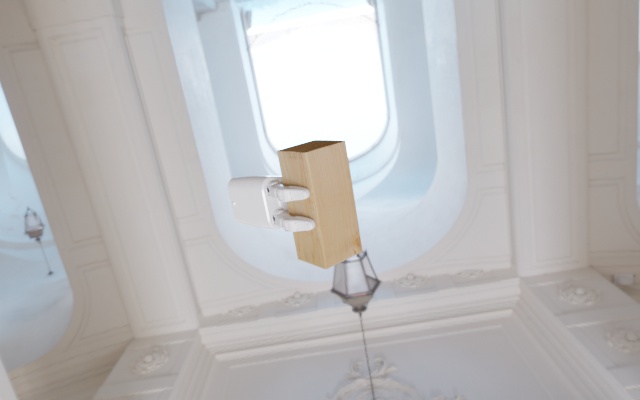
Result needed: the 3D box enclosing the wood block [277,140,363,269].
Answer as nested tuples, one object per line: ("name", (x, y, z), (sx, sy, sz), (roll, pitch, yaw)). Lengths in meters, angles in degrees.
("wood block", (0.000, 0.003, 0.848), (0.091, 0.206, 0.090), (-22, 20, -35))
